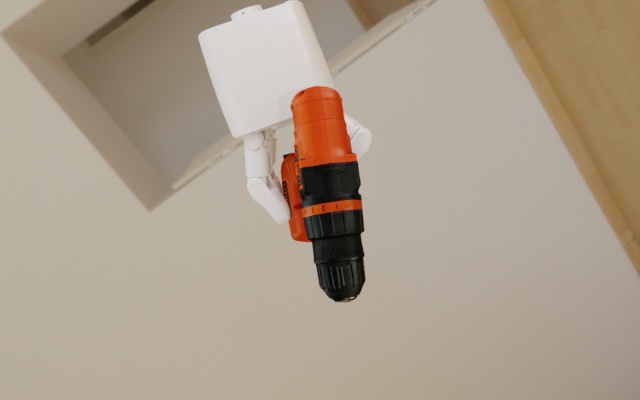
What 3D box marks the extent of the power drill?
[{"bbox_3d":[0.000,0.001,0.474,0.057,0.184,0.187,-6,-6,-10],"label":"power drill"}]
